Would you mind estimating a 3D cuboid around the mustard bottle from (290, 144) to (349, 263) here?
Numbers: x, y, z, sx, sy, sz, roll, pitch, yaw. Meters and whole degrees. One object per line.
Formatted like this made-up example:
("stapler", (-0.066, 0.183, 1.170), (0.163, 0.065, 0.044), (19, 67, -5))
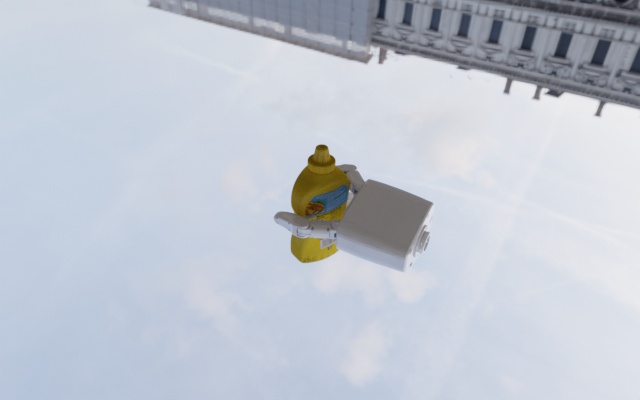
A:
("mustard bottle", (0.000, 0.002, 0.725), (0.096, 0.192, 0.058), (-22, 43, -29))
